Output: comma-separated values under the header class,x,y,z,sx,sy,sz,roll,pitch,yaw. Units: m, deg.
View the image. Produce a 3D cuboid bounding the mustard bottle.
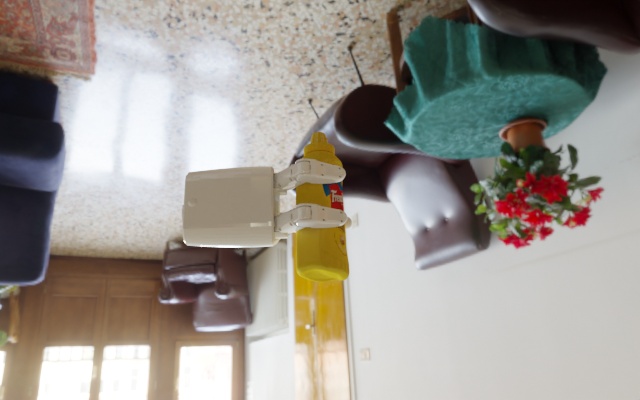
class,x,y,z,sx,sy,sz,roll,pitch,yaw
mustard bottle,0.000,0.002,0.605,0.058,0.191,0.096,-10,-21,20
